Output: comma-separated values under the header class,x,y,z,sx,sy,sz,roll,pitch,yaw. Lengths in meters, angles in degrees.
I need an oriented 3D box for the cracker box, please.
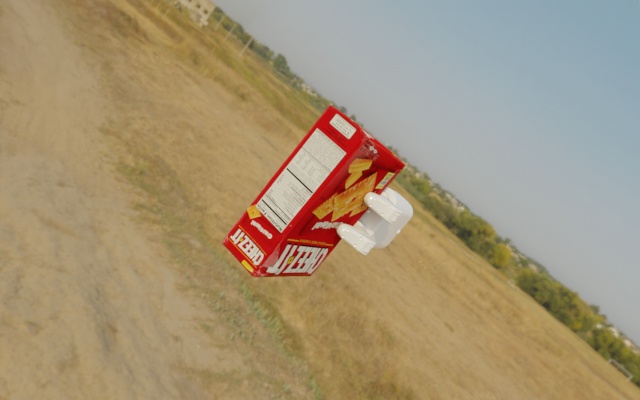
class,x,y,z,sx,sy,sz,roll,pitch,yaw
cracker box,0.000,0.002,0.617,0.072,0.214,0.164,43,11,24
